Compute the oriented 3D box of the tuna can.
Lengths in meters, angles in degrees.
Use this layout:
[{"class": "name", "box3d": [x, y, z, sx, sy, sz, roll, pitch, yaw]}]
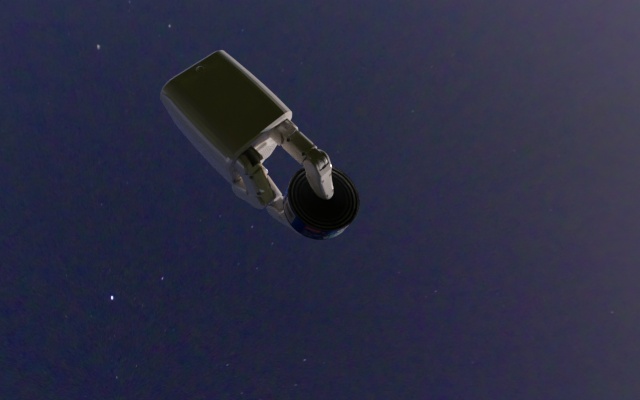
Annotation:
[{"class": "tuna can", "box3d": [0.000, 0.002, 0.556, 0.086, 0.086, 0.034, 0, -26, -19]}]
